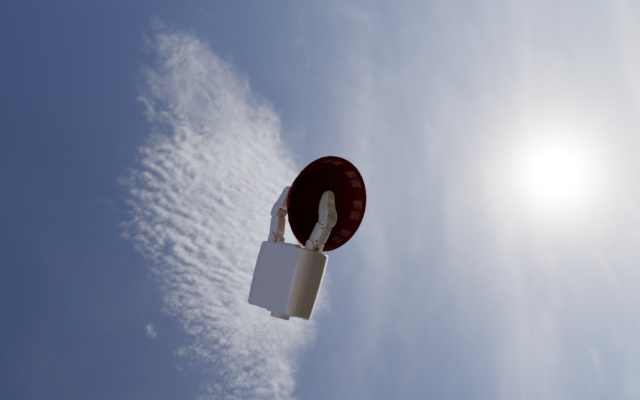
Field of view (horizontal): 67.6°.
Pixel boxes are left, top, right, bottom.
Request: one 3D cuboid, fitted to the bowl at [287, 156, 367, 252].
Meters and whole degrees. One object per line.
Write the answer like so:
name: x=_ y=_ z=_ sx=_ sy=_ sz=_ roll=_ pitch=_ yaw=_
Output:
bowl: x=0.001 y=0.001 z=0.809 sx=0.162 sy=0.162 sz=0.055 roll=0 pitch=10 yaw=-35
